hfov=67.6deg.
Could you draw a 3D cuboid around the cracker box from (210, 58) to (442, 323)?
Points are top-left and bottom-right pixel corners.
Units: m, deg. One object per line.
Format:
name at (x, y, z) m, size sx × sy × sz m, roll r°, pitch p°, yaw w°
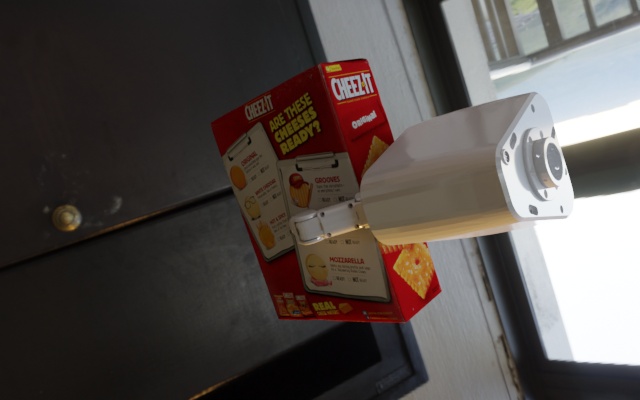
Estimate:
cracker box at (0.000, 0.002, 0.444) m, size 0.164 × 0.214 × 0.072 m, roll -13°, pitch 7°, yaw 46°
